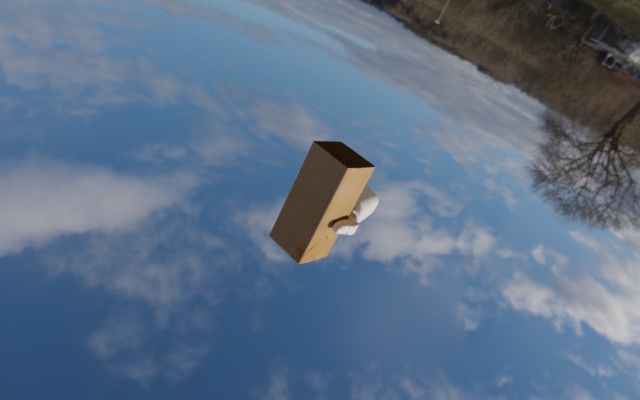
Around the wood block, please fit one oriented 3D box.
[{"bbox_3d":[0.001,0.003,0.872,0.090,0.206,0.090,40,27,28],"label":"wood block"}]
